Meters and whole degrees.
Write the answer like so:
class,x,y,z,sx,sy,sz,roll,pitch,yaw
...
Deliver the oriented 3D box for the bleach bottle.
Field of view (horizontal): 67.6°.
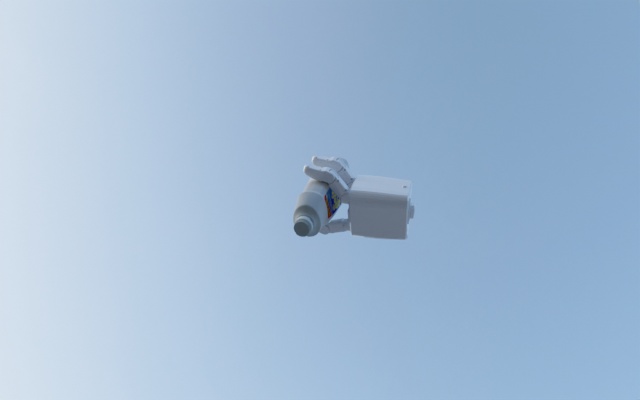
class,x,y,z,sx,sy,sz,roll,pitch,yaw
bleach bottle,0.000,0.003,0.897,0.068,0.103,0.250,4,26,14
